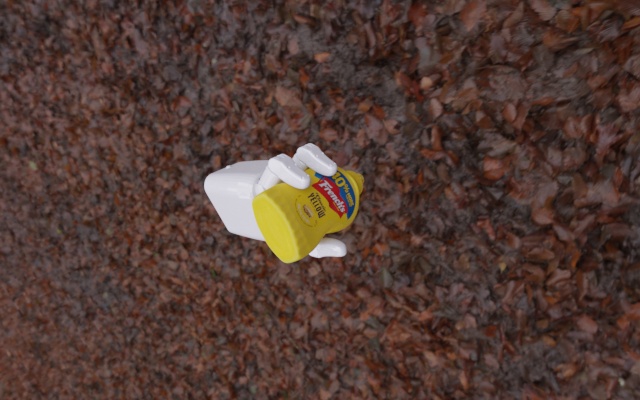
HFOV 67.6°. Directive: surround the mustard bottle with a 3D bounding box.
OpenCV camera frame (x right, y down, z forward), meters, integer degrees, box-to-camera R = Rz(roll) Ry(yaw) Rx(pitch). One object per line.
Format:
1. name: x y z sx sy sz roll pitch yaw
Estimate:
1. mustard bottle: 0.000 0.002 0.650 0.058 0.096 0.191 -28 2 45
